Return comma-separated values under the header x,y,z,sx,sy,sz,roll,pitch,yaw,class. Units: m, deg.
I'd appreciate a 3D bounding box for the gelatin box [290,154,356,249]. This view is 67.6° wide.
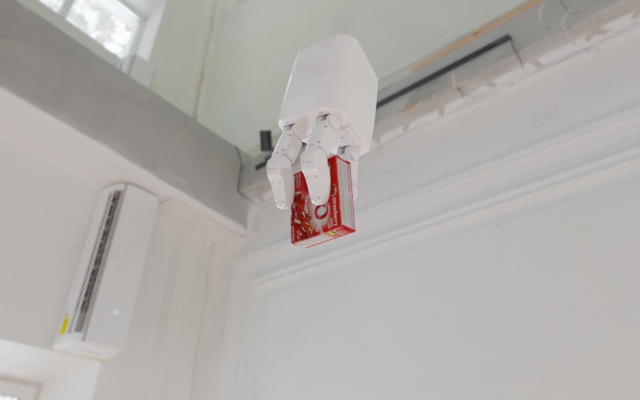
x,y,z,sx,sy,sz,roll,pitch,yaw,class
0.000,0.002,0.540,0.073,0.089,0.030,-21,-30,35,gelatin box
